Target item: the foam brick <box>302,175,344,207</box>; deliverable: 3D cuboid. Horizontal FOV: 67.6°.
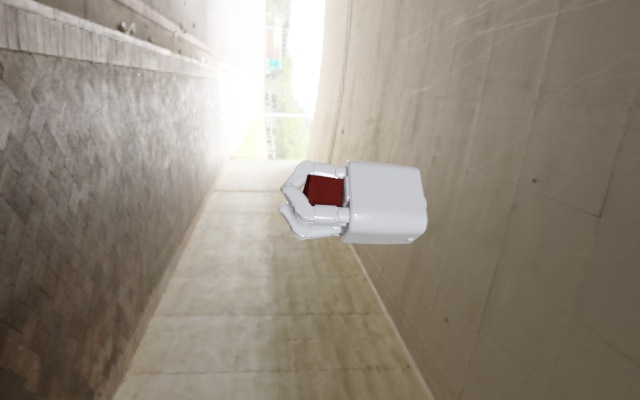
[{"bbox_3d":[0.000,0.002,0.688,0.051,0.053,0.078,7,-18,-6],"label":"foam brick"}]
